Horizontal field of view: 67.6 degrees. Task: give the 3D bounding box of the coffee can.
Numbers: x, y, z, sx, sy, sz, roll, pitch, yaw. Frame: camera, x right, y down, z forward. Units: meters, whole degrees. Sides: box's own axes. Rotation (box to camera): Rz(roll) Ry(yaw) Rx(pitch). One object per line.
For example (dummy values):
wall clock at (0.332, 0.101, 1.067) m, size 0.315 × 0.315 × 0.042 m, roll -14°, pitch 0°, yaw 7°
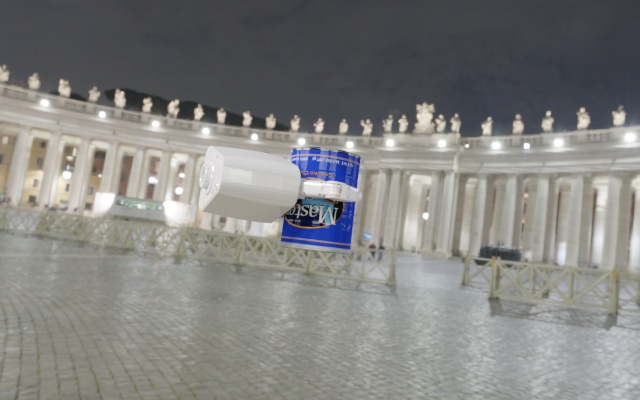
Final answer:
coffee can at (0.000, 0.002, 0.688) m, size 0.103 × 0.140 × 0.103 m, roll 7°, pitch -5°, yaw 1°
